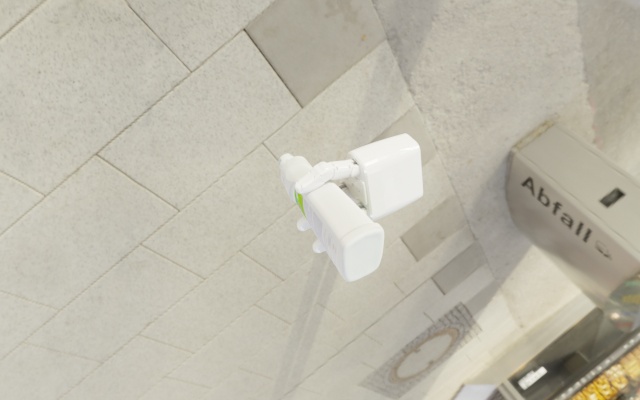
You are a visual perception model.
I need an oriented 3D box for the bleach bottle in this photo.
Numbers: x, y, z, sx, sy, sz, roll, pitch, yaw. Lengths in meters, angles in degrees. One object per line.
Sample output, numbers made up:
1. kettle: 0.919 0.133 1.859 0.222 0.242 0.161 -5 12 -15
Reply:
1. bleach bottle: 0.000 0.003 0.731 0.068 0.103 0.250 -22 49 -18
